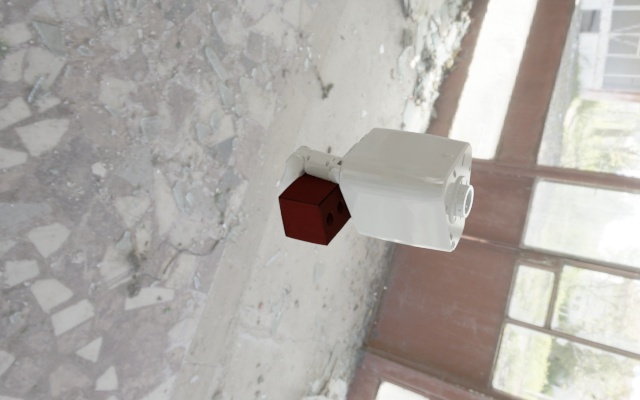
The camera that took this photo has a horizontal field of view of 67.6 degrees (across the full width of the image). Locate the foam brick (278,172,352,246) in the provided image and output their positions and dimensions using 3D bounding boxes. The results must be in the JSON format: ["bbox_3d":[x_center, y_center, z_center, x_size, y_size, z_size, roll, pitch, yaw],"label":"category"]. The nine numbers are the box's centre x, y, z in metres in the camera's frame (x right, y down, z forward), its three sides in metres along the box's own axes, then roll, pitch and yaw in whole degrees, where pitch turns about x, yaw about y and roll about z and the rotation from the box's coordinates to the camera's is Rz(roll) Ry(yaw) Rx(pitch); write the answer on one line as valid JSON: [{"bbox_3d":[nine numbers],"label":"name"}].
[{"bbox_3d":[0.000,0.002,0.506,0.051,0.053,0.078,13,40,29],"label":"foam brick"}]
